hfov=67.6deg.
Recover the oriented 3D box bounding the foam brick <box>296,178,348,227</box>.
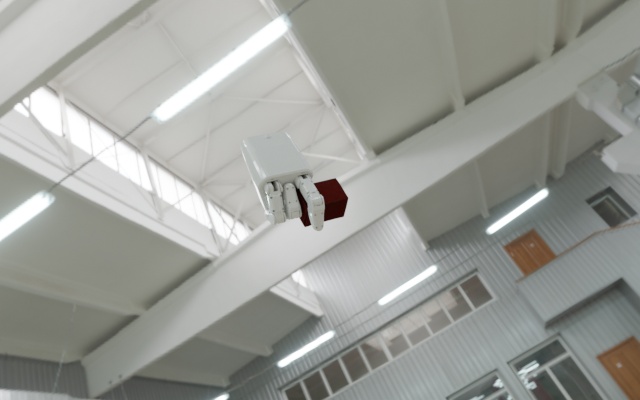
[{"bbox_3d":[0.000,0.003,0.821,0.078,0.051,0.053,-13,-37,-23],"label":"foam brick"}]
